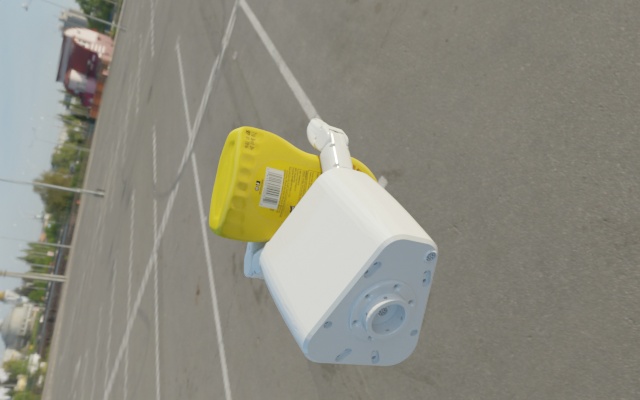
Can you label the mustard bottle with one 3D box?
[{"bbox_3d":[0.000,0.001,0.445,0.191,0.096,0.058,13,-5,-28],"label":"mustard bottle"}]
